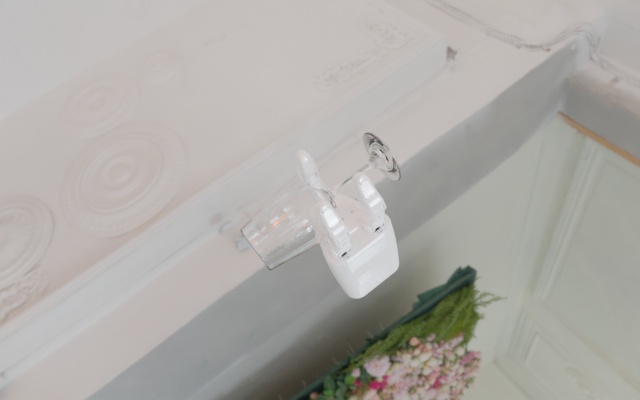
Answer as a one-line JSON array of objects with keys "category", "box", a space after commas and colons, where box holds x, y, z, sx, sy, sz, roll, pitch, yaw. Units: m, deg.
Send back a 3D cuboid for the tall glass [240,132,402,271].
[{"category": "tall glass", "box": [0.001, 0.001, 0.592, 0.201, 0.079, 0.079, -36, 8, -11]}]
